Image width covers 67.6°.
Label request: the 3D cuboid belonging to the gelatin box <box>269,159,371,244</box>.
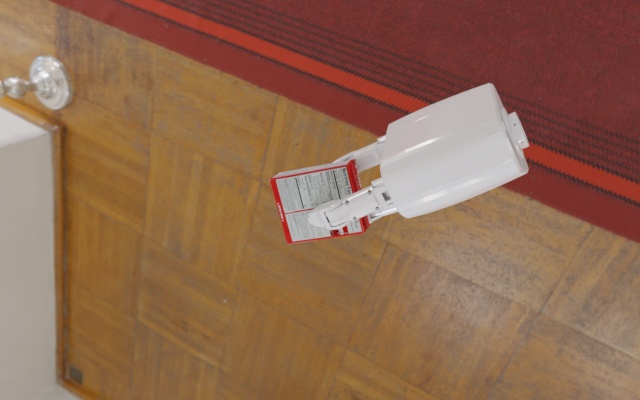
[{"bbox_3d":[0.000,0.002,0.491,0.089,0.073,0.030,-10,15,19],"label":"gelatin box"}]
